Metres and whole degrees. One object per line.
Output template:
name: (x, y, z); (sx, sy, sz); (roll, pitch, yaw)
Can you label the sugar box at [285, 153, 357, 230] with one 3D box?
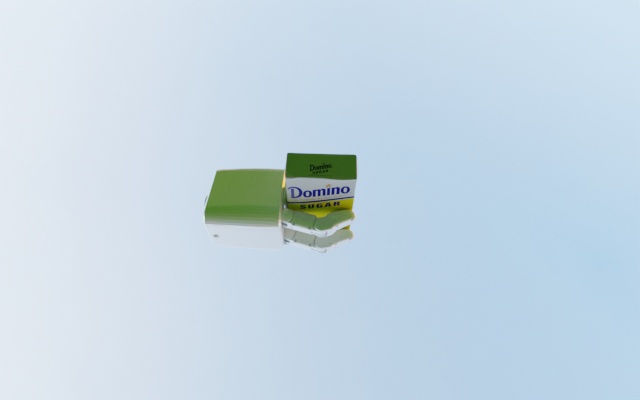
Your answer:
sugar box: (0.000, 0.003, 0.674); (0.093, 0.048, 0.176); (1, -30, 1)
